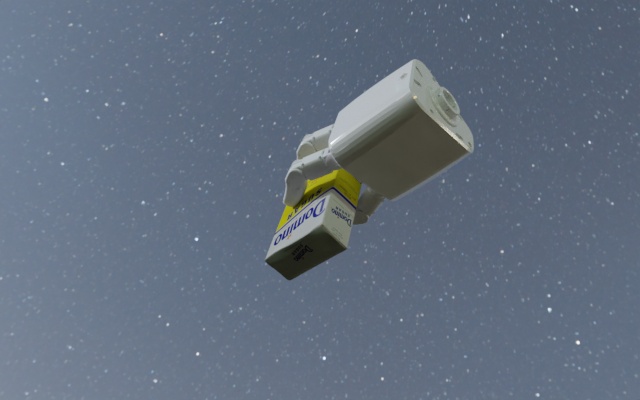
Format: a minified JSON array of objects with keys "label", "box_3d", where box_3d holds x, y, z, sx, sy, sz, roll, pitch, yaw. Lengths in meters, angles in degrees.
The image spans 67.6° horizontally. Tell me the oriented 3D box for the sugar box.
[{"label":"sugar box","box_3d":[0.000,0.001,0.560,0.093,0.048,0.176,-34,22,34]}]
